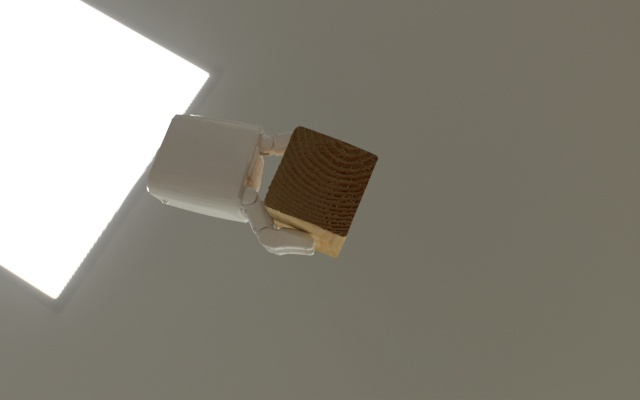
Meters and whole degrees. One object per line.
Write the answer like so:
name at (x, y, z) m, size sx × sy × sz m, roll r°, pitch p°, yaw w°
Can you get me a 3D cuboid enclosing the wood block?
wood block at (0.000, 0.001, 0.564) m, size 0.090 × 0.091 × 0.206 m, roll 21°, pitch -11°, yaw 4°
